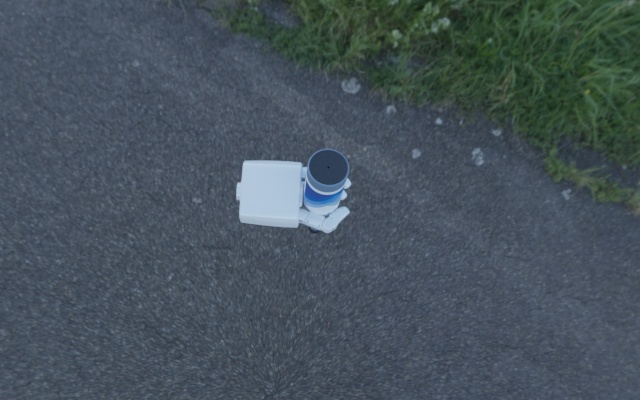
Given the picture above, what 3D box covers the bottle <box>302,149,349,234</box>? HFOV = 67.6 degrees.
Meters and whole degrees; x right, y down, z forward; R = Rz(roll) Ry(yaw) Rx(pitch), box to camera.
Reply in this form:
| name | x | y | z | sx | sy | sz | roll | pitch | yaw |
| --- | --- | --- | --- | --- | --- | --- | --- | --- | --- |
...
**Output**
| name | x | y | z | sx | sy | sz | roll | pitch | yaw |
| --- | --- | --- | --- | --- | --- | --- | --- | --- | --- |
| bottle | 0.000 | 0.003 | 0.887 | 0.069 | 0.069 | 0.296 | 0 | -22 | -5 |
